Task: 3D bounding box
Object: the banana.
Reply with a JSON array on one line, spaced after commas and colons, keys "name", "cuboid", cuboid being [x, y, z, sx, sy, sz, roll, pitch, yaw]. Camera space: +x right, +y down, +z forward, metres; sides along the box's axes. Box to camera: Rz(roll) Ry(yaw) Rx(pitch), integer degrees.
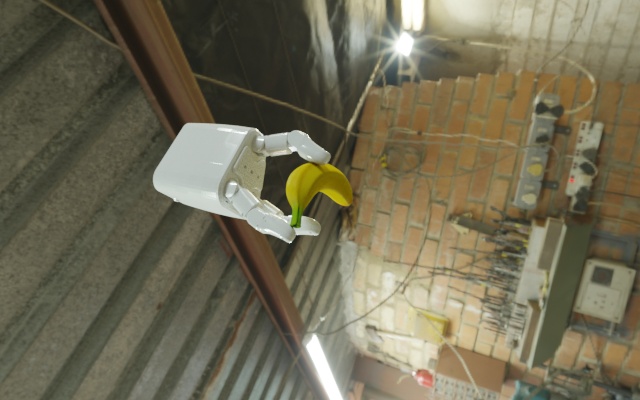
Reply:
[{"name": "banana", "cuboid": [0.000, -0.016, 0.610, 0.037, 0.069, 0.198, 7, 10, 22]}]
